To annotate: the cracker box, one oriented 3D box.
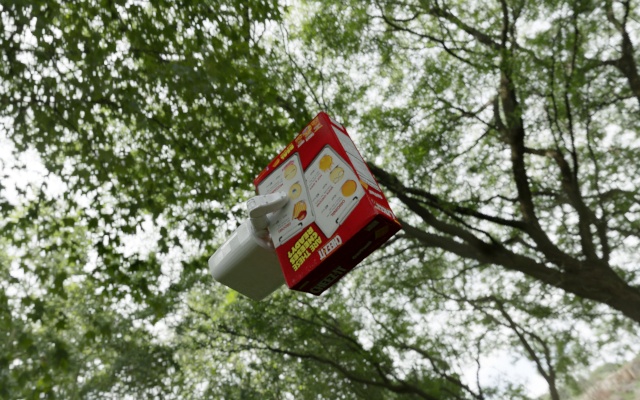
[{"bbox_3d":[0.000,0.002,0.688,0.164,0.213,0.072,-43,-42,21],"label":"cracker box"}]
